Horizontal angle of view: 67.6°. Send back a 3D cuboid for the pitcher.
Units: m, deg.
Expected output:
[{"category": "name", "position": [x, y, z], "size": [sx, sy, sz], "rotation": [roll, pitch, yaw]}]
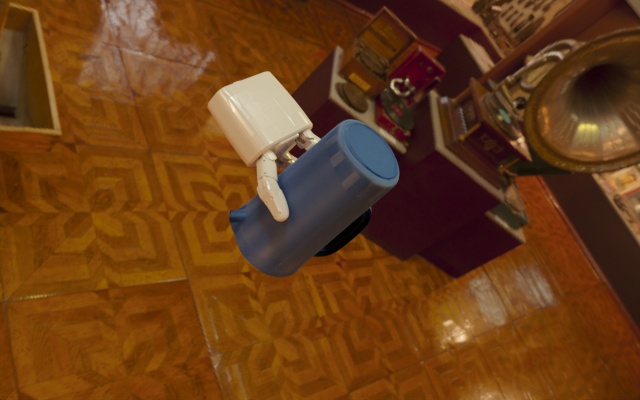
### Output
[{"category": "pitcher", "position": [0.000, 0.002, 0.683], "size": [0.243, 0.145, 0.149], "rotation": [-40, -6, 35]}]
